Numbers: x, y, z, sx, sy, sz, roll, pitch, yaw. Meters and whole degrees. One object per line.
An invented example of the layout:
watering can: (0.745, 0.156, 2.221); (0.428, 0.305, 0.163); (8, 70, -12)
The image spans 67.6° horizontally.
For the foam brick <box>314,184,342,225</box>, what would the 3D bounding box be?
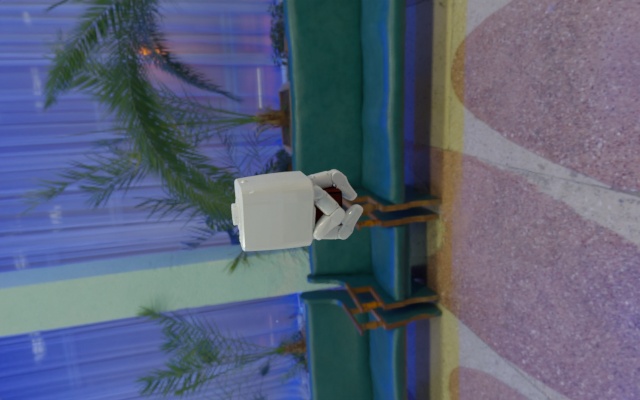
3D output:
foam brick: (0.000, 0.003, 0.777); (0.051, 0.053, 0.078); (-6, 15, -14)
